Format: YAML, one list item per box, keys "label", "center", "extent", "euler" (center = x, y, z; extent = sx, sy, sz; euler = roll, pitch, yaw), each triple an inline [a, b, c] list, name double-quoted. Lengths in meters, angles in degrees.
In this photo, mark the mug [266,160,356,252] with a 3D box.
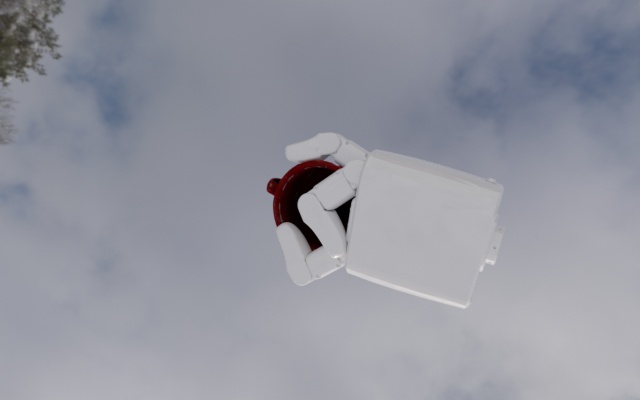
- label: "mug"
  center: [-0.001, 0.001, 0.494]
  extent: [0.117, 0.093, 0.081]
  euler: [18, 11, 20]
